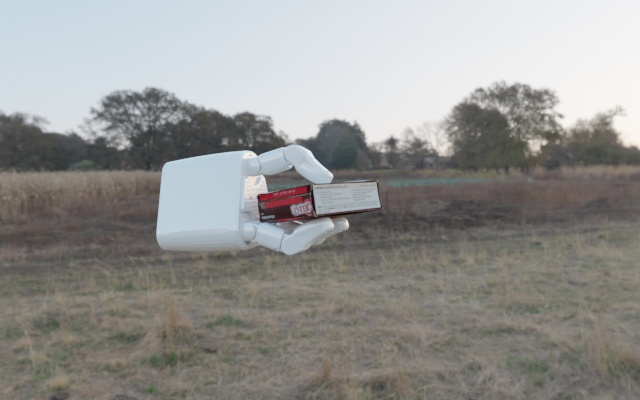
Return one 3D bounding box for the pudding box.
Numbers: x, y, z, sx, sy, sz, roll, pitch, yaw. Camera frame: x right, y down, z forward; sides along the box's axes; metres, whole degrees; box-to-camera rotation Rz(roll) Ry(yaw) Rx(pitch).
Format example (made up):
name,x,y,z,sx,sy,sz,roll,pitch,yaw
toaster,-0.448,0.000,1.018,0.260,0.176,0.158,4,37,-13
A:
name,x,y,z,sx,sy,sz,roll,pitch,yaw
pudding box,0.000,0.002,0.535,0.090,0.039,0.113,-7,0,45
